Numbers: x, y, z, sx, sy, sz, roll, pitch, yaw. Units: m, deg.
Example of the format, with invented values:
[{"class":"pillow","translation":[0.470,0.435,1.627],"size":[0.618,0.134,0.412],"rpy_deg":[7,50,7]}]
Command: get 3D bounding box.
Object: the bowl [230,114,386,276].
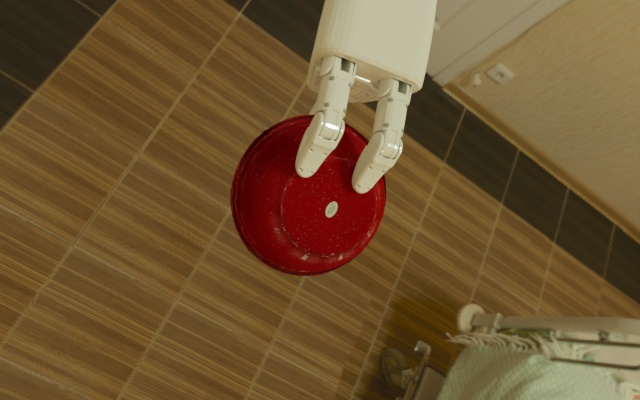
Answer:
[{"class":"bowl","translation":[0.000,0.003,0.448],"size":[0.162,0.162,0.055],"rpy_deg":[0,10,-19]}]
